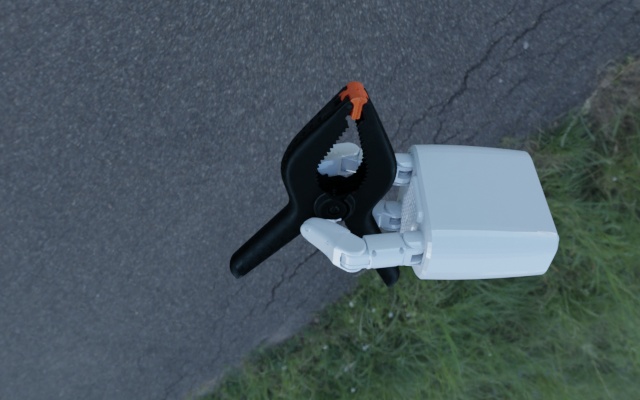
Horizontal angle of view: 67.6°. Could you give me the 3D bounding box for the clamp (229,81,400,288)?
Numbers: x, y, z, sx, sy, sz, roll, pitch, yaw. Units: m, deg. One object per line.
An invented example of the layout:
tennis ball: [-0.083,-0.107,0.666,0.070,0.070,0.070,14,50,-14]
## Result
clamp: [0.000,0.001,0.407,0.164,0.210,0.036,-1,39,-6]
